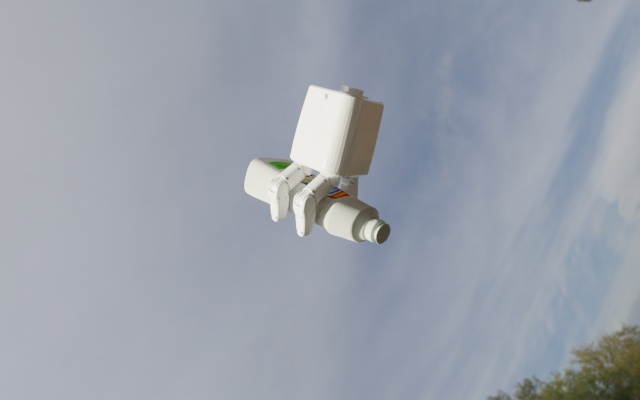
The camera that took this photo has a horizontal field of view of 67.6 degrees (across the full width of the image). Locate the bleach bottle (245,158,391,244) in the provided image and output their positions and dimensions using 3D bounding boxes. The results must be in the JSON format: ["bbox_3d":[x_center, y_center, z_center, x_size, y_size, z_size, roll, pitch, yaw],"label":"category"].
[{"bbox_3d":[0.000,0.002,0.691,0.102,0.068,0.250,2,17,-47],"label":"bleach bottle"}]
